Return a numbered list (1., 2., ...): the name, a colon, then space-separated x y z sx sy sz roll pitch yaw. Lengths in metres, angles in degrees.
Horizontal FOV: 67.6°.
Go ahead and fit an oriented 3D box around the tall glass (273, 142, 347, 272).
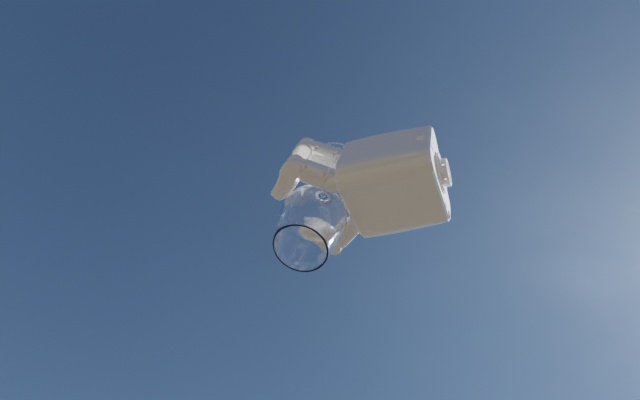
1. tall glass: 0.000 0.002 0.587 0.079 0.079 0.201 0 30 15
